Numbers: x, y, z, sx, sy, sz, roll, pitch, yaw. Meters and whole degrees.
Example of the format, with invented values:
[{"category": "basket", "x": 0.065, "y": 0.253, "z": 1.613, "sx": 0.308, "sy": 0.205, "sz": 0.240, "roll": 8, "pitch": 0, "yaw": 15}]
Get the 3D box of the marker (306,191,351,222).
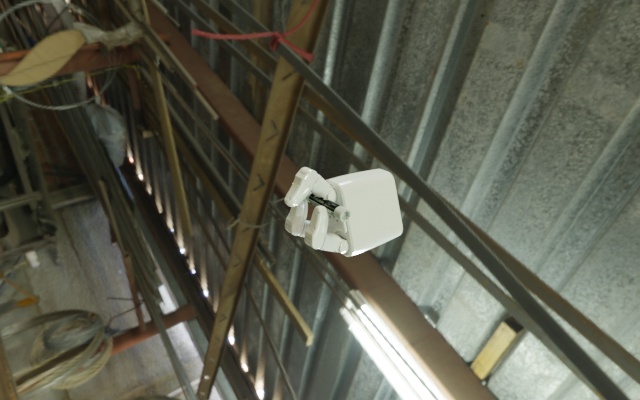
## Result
[{"category": "marker", "x": 0.000, "y": 0.002, "z": 0.687, "sx": 0.020, "sy": 0.020, "sz": 0.121, "roll": 0, "pitch": 18, "yaw": -36}]
